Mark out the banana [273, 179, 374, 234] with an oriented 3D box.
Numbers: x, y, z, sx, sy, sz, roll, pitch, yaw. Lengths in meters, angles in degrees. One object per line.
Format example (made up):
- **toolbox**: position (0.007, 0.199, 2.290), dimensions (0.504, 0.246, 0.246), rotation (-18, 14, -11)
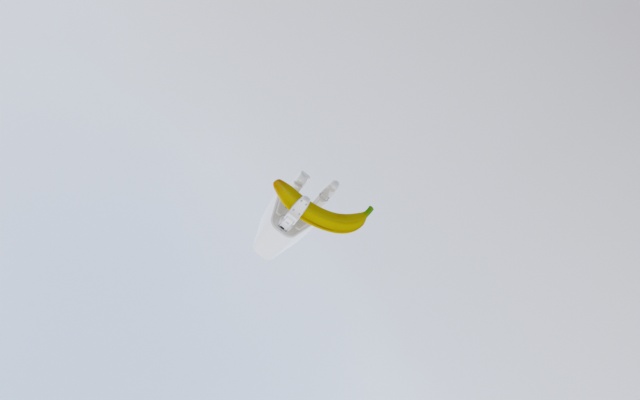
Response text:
- **banana**: position (0.001, 0.020, 0.875), dimensions (0.198, 0.069, 0.037), rotation (17, -32, -16)
